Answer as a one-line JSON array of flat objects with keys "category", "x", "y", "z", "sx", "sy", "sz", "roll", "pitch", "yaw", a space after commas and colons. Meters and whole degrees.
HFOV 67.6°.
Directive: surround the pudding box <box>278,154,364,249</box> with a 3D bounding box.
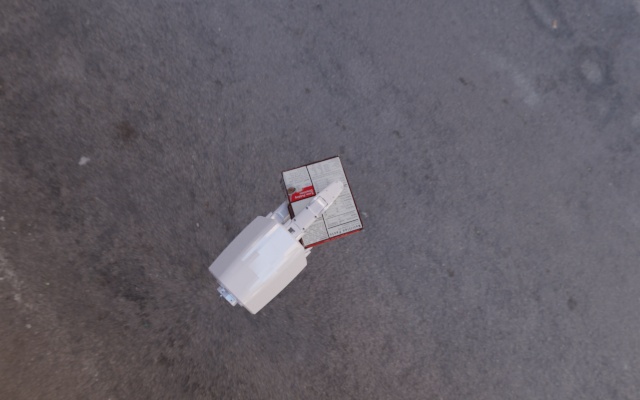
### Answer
[{"category": "pudding box", "x": 0.000, "y": 0.002, "z": 0.666, "sx": 0.090, "sy": 0.113, "sz": 0.039, "roll": -16, "pitch": -6, "yaw": -11}]
